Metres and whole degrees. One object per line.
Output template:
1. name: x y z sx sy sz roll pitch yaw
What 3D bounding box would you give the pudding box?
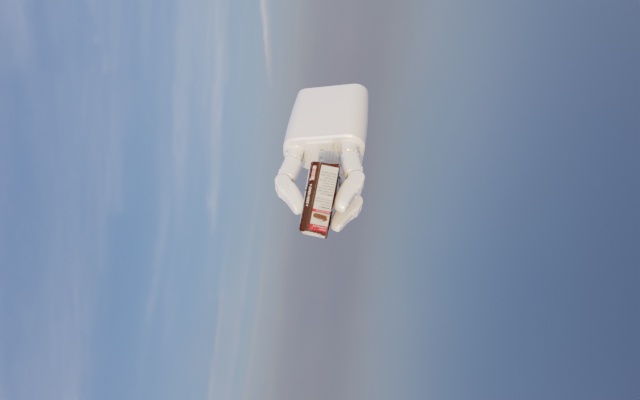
1. pudding box: 0.000 0.002 0.618 0.039 0.090 0.113 10 -5 4
